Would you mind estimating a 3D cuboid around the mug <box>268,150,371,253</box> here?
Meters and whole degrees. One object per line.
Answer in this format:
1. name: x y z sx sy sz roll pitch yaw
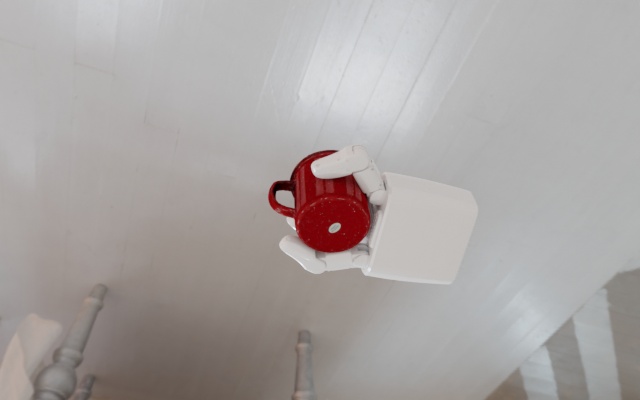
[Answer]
1. mug: -0.001 0.002 0.531 0.117 0.093 0.081 9 36 -10
